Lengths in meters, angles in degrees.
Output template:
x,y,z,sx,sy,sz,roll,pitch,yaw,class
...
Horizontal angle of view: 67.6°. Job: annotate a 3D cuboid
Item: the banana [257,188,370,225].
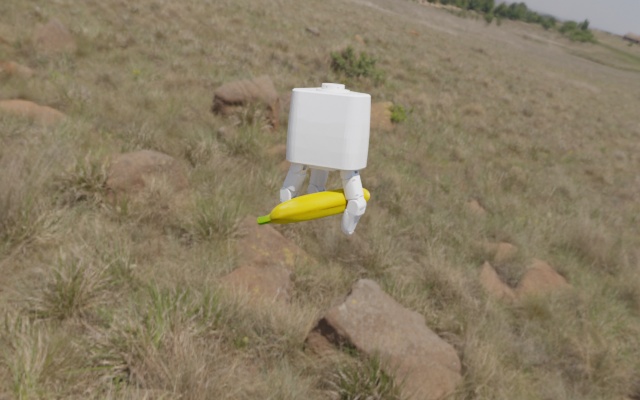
x,y,z,sx,sy,sz,roll,pitch,yaw,class
0.006,0.004,0.714,0.198,0.037,0.069,-11,8,-29,banana
